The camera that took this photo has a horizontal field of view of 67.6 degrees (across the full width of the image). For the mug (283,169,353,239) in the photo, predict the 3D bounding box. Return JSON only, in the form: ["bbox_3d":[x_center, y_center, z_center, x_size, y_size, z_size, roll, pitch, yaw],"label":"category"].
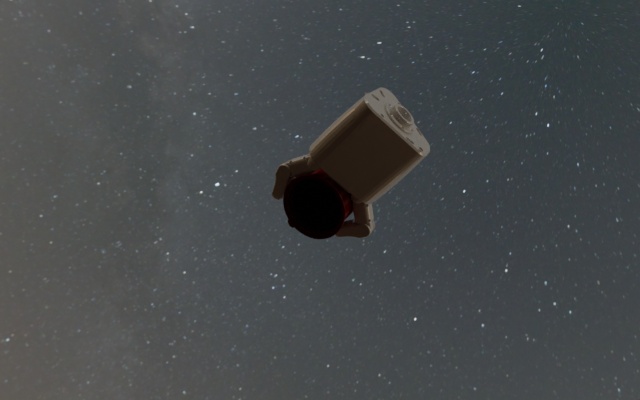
[{"bbox_3d":[-0.001,0.003,0.677,0.117,0.093,0.081,-40,-1,34],"label":"mug"}]
